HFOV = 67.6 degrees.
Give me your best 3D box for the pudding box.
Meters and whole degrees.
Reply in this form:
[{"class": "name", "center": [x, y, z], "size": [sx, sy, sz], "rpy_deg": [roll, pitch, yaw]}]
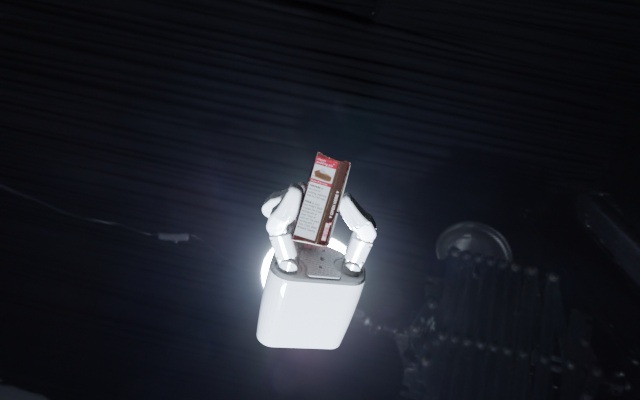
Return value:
[{"class": "pudding box", "center": [0.000, 0.002, 0.510], "size": [0.039, 0.090, 0.113], "rpy_deg": [16, -2, -2]}]
